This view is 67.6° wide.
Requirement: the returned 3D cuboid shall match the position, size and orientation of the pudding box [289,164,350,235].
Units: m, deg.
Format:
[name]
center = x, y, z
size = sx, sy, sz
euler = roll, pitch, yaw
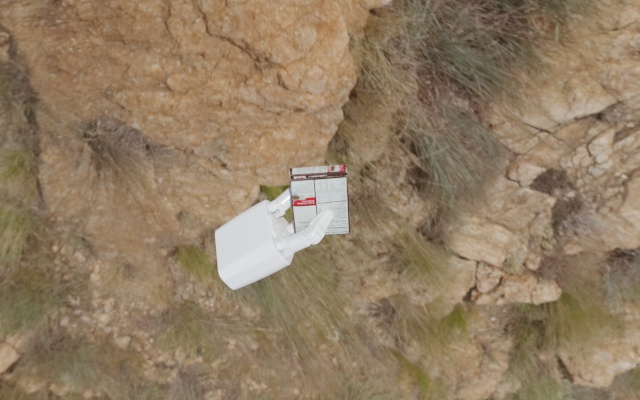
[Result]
[pudding box]
center = 0.000, 0.003, 0.746
size = 0.090, 0.114, 0.039
euler = -4, 35, 0
